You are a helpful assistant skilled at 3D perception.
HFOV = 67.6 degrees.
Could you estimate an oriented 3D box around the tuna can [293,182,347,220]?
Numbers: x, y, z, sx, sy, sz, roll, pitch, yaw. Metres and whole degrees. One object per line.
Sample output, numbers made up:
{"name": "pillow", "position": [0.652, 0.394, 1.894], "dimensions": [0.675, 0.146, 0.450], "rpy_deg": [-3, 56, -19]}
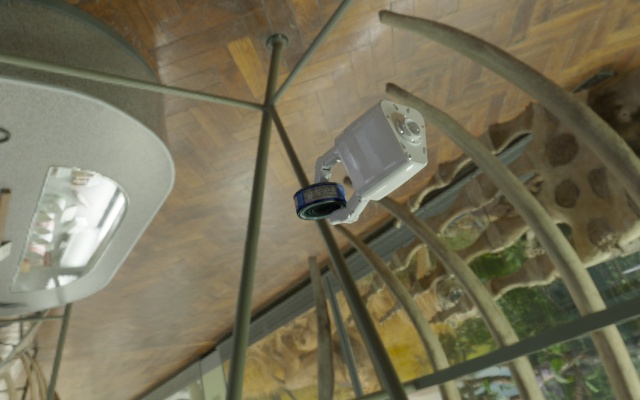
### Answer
{"name": "tuna can", "position": [0.000, 0.003, 0.780], "dimensions": [0.086, 0.033, 0.086], "rpy_deg": [-10, -20, -4]}
